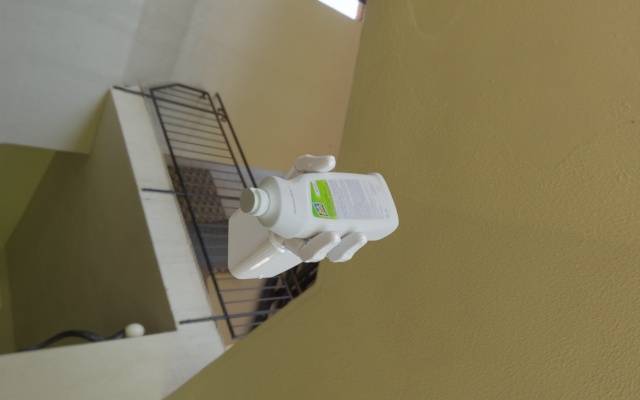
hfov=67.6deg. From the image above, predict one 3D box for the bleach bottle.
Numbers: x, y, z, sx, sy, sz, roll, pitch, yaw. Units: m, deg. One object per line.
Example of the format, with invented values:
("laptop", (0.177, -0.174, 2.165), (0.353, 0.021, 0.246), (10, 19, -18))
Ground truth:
("bleach bottle", (0.000, 0.002, 0.627), (0.251, 0.102, 0.068), (6, -33, -47))
